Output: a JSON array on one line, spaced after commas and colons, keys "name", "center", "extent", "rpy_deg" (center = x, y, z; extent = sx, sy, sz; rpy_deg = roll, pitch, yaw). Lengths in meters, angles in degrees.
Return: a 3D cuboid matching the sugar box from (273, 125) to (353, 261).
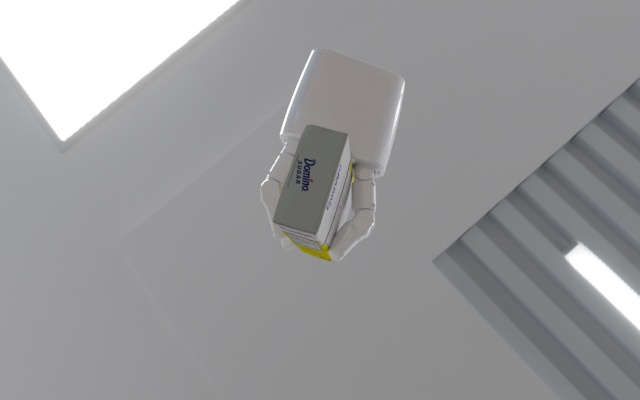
[{"name": "sugar box", "center": [0.000, 0.001, 0.477], "extent": [0.048, 0.093, 0.176], "rpy_deg": [15, -13, 12]}]
